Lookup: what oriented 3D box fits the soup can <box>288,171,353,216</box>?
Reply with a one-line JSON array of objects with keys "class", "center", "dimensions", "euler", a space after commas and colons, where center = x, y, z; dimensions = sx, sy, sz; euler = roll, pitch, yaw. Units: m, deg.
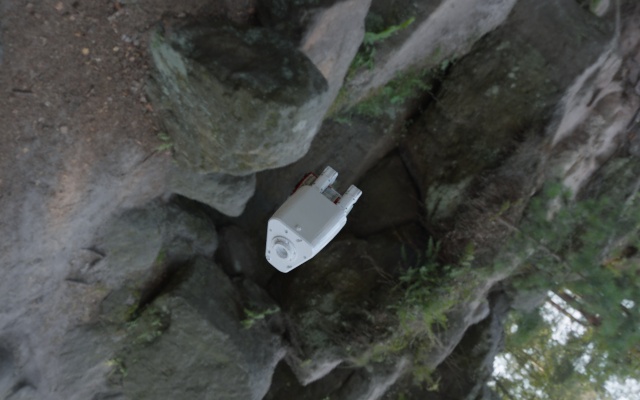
[{"class": "soup can", "center": [0.001, 0.003, 0.875], "dimensions": [0.102, 0.068, 0.068], "euler": [38, 5, 7]}]
